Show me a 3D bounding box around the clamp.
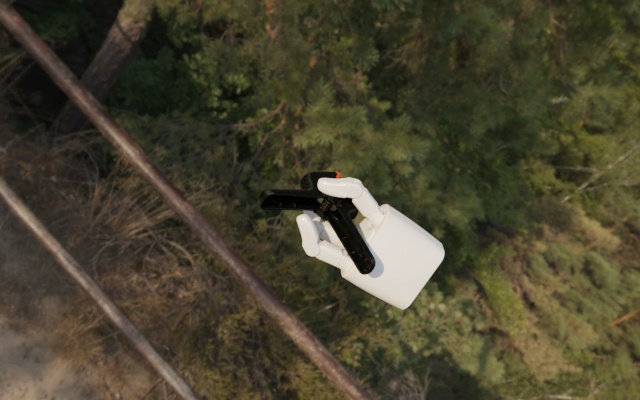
[{"bbox_3d":[0.001,0.001,0.653,0.164,0.036,0.210,32,23,-12],"label":"clamp"}]
